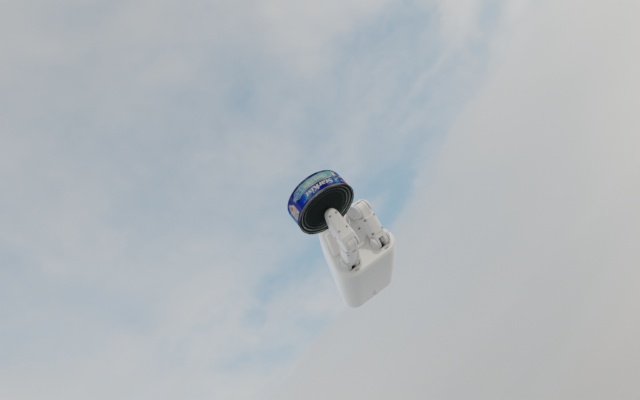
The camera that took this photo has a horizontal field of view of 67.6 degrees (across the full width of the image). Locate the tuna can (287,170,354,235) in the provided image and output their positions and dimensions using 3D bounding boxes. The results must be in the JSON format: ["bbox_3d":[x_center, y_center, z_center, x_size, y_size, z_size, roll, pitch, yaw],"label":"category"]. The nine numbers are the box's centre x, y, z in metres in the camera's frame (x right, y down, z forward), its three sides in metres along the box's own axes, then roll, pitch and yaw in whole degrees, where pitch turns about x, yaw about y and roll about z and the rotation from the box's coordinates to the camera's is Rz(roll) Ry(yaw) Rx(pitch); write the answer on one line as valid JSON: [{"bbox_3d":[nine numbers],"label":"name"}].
[{"bbox_3d":[0.000,0.002,0.627,0.086,0.086,0.033,0,39,-46],"label":"tuna can"}]
